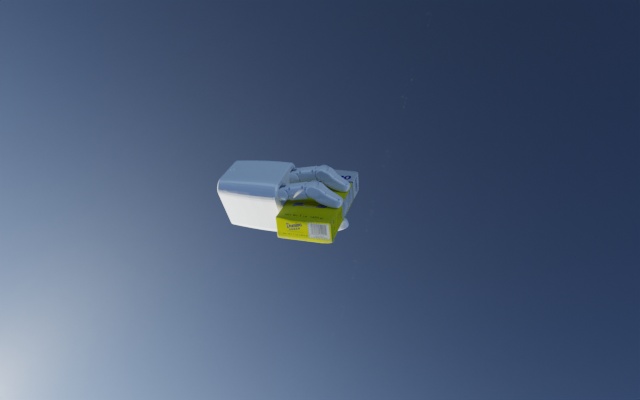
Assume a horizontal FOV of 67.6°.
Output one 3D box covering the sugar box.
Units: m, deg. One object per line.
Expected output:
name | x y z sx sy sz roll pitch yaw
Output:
sugar box | 0.000 0.002 0.799 0.093 0.048 0.176 6 33 16
